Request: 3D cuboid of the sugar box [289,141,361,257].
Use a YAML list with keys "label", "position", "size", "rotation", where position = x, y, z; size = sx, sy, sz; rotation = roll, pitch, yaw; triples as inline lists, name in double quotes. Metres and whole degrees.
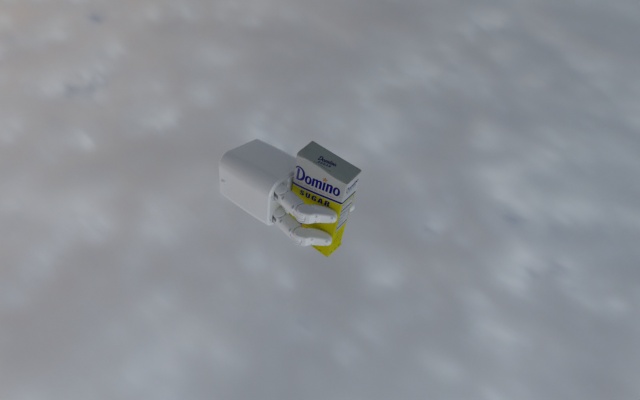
- label: "sugar box"
  position: [0.000, 0.003, 0.745]
  size: [0.093, 0.176, 0.048]
  rotation: [33, 53, 19]
